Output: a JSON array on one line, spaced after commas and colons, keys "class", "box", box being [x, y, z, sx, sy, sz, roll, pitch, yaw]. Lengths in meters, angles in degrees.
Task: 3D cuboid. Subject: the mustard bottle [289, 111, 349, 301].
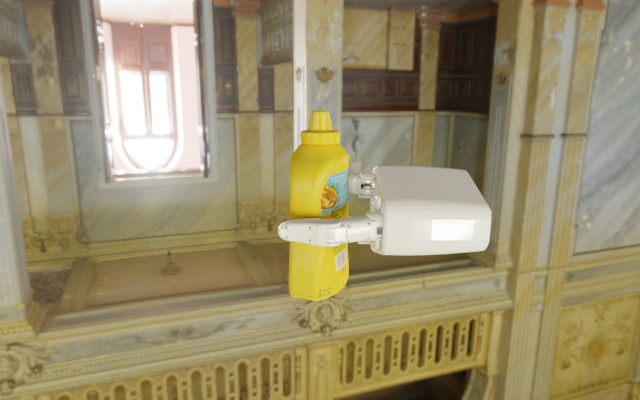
[{"class": "mustard bottle", "box": [0.000, 0.002, 0.510, 0.058, 0.192, 0.096, 6, 15, 23]}]
